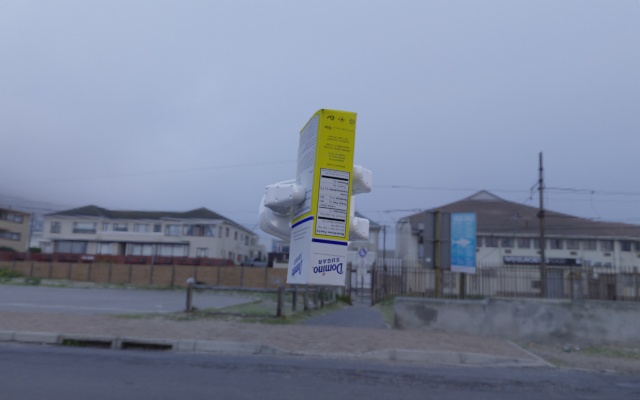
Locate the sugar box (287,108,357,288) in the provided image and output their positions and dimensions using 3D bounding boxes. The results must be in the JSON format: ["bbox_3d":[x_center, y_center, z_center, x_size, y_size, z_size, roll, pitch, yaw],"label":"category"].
[{"bbox_3d":[0.001,0.002,0.502,0.048,0.176,0.093,5,-9,-15],"label":"sugar box"}]
